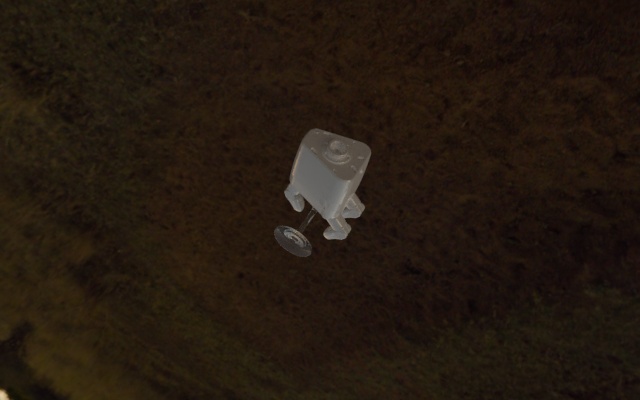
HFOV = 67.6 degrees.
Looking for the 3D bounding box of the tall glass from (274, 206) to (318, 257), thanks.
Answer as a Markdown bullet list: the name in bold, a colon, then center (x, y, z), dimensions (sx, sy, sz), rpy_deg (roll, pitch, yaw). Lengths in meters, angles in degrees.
- **tall glass**: center (0.000, 0.003, 0.865), dimensions (0.079, 0.079, 0.201), rpy_deg (0, 43, 40)
